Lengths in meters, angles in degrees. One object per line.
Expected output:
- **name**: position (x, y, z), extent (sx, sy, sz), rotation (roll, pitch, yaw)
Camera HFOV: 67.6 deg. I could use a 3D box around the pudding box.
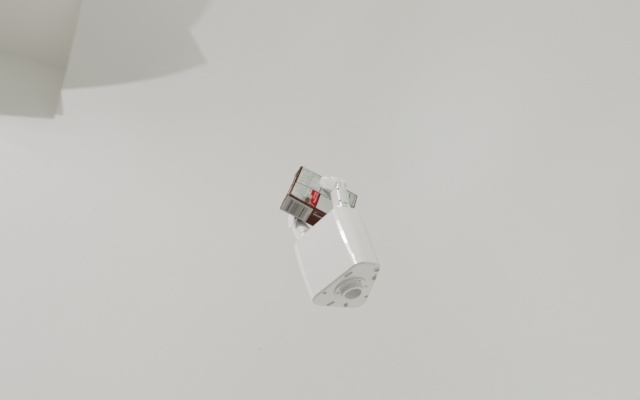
- **pudding box**: position (0.000, 0.002, 0.781), extent (0.113, 0.039, 0.090), rotation (29, 36, -7)
